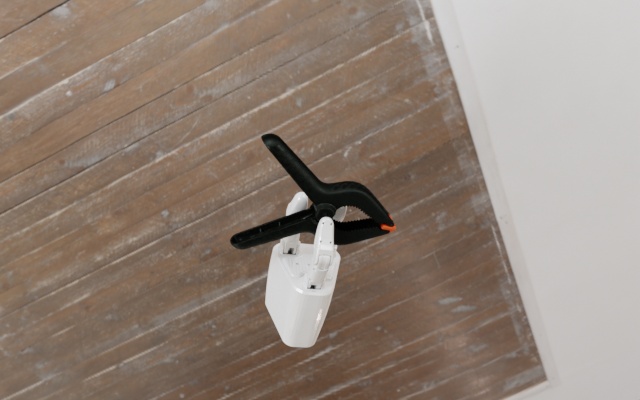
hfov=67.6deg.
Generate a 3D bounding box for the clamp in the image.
[{"bbox_3d":[0.001,0.003,0.605,0.210,0.165,0.036,6,32,-13],"label":"clamp"}]
